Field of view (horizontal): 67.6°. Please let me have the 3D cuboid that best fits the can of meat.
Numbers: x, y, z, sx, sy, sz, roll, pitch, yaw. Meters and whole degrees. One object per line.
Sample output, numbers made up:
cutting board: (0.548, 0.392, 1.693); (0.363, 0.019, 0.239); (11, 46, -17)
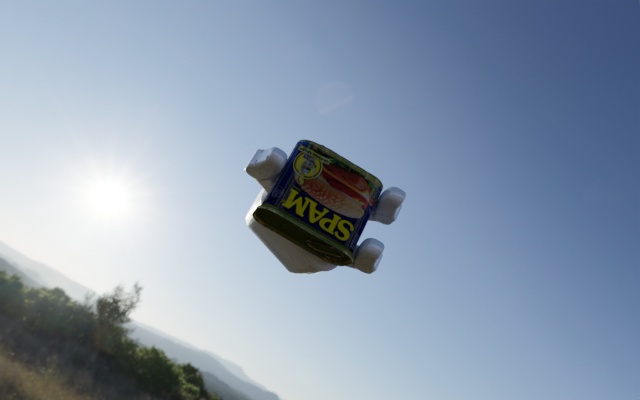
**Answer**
can of meat: (0.000, 0.001, 0.460); (0.102, 0.084, 0.057); (31, -21, -8)
